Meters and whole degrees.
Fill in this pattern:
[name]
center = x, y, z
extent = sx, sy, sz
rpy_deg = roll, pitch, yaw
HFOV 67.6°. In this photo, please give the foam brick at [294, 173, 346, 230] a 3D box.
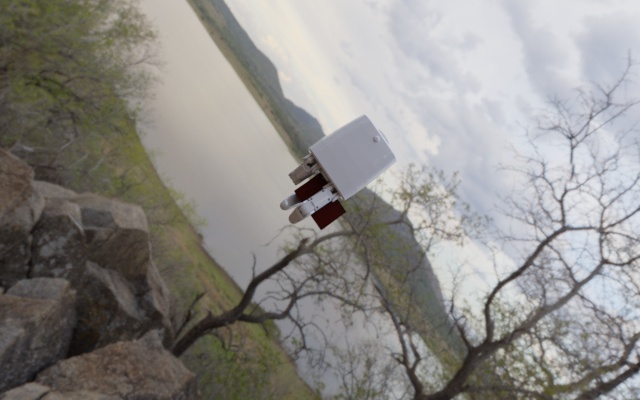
[foam brick]
center = 0.000, 0.003, 0.774
extent = 0.051, 0.078, 0.053
rpy_deg = -34, -2, -1
